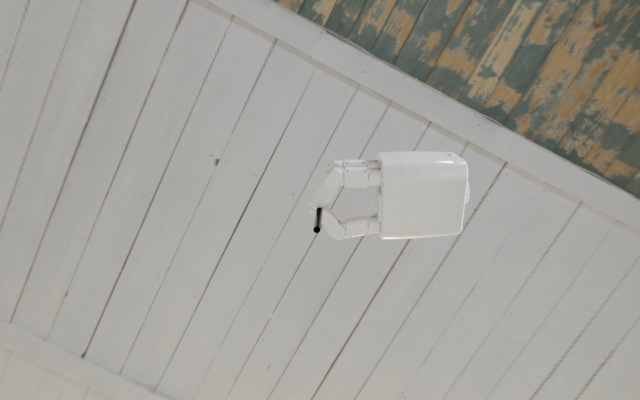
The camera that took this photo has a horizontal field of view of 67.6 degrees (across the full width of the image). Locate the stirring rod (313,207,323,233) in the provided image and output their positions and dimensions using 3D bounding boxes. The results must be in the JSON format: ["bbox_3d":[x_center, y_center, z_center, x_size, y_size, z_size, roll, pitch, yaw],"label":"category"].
[{"bbox_3d":[0.000,0.002,0.643,0.011,0.011,0.239,0,15,2],"label":"stirring rod"}]
